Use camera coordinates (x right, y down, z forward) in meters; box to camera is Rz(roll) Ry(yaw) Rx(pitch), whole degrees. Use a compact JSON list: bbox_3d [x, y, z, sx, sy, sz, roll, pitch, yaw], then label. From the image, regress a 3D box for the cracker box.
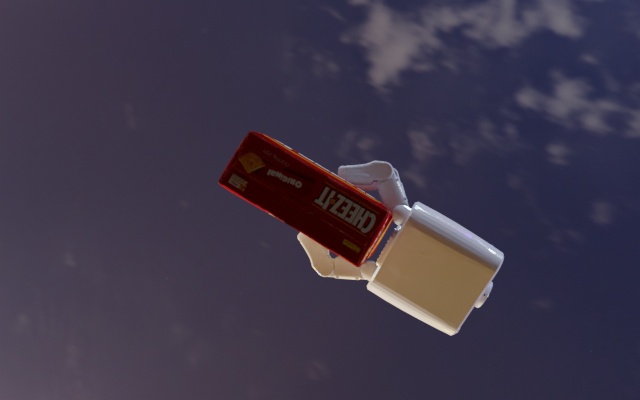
[{"bbox_3d":[0.000,0.002,0.560,0.164,0.072,0.214,30,1,10],"label":"cracker box"}]
